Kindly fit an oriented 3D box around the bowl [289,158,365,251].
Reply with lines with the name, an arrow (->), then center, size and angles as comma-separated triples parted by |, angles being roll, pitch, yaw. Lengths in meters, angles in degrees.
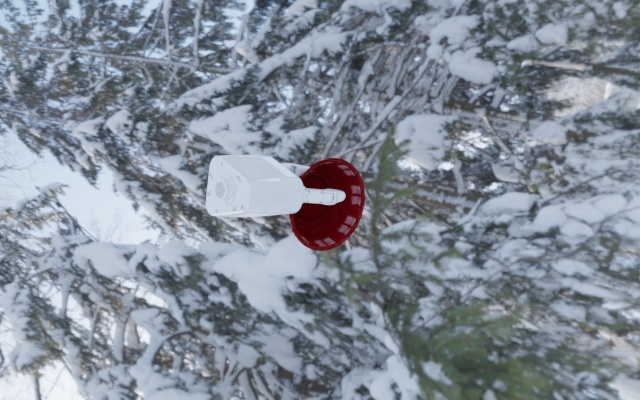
bowl -> 0.001, 0.003, 0.828 | 0.162, 0.162, 0.055 | 0, 12, -37
